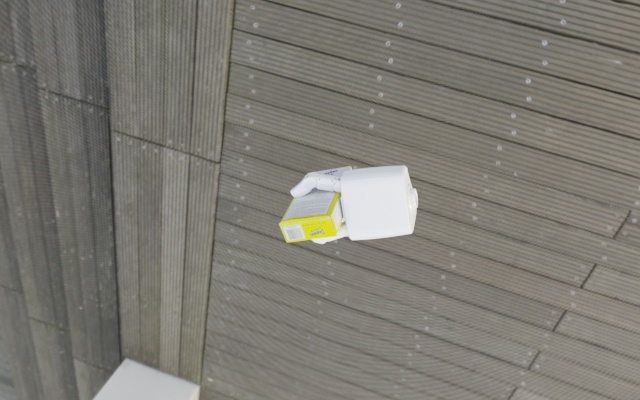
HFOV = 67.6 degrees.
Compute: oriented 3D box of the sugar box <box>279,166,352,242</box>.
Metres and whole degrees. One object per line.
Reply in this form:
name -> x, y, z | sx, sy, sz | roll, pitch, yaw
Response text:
sugar box -> 0.000, 0.003, 0.839 | 0.093, 0.048, 0.176 | -8, 26, 22
